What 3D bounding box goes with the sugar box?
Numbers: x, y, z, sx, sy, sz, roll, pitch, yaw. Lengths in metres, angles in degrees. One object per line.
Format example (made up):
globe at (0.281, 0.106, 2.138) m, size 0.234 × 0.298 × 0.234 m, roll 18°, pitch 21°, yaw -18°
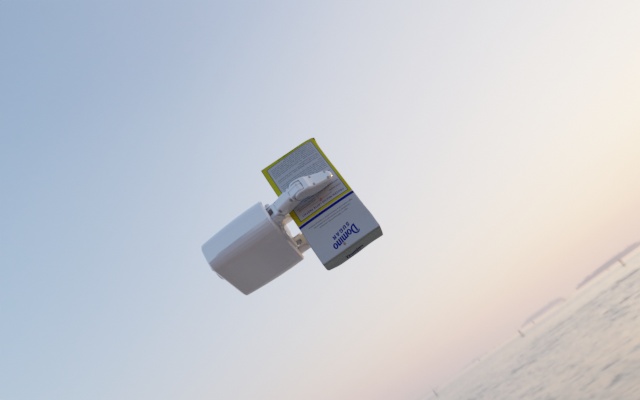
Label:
sugar box at (0.000, 0.002, 0.670) m, size 0.093 × 0.176 × 0.048 m, roll -34°, pitch -25°, yaw -1°
